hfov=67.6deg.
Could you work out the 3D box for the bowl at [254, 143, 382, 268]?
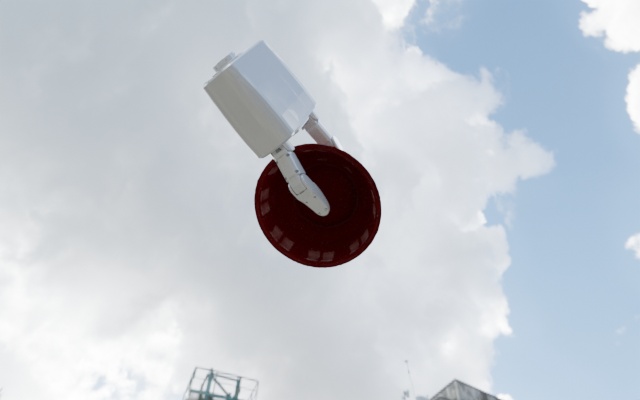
[{"bbox_3d":[0.001,0.003,0.611,0.162,0.162,0.055,0,18,14],"label":"bowl"}]
